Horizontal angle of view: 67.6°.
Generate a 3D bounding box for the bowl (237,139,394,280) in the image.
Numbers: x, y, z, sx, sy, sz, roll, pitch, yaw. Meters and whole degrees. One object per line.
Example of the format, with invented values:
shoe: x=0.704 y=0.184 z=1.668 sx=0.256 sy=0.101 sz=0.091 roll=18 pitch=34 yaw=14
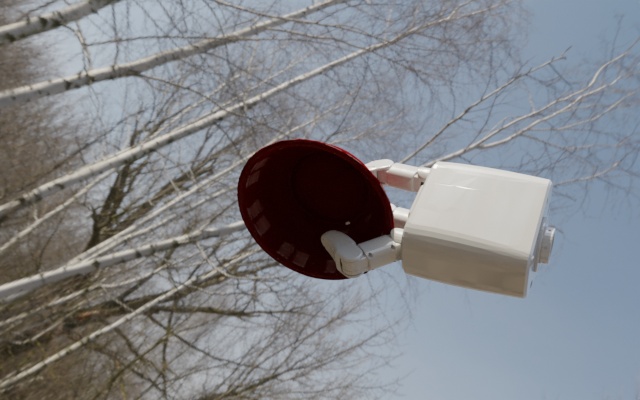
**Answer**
bowl: x=-0.001 y=0.001 z=0.482 sx=0.162 sy=0.162 sz=0.055 roll=0 pitch=32 yaw=22
